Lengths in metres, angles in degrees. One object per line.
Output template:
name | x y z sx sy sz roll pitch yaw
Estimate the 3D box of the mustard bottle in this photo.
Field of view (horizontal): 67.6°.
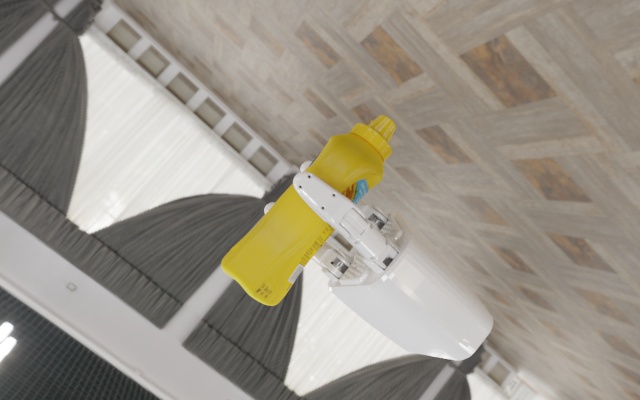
mustard bottle | 0.000 0.001 0.416 0.058 0.191 0.096 39 -7 14
